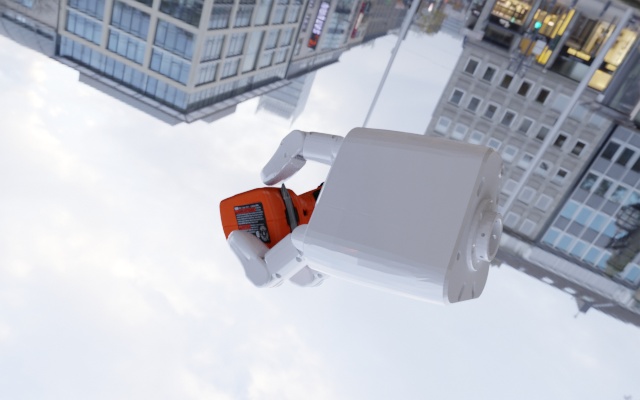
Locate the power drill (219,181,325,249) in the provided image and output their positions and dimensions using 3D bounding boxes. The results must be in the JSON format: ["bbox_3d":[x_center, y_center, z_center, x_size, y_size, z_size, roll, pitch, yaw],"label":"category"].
[{"bbox_3d":[0.000,0.002,0.474,0.187,0.057,0.184,-17,3,-36],"label":"power drill"}]
